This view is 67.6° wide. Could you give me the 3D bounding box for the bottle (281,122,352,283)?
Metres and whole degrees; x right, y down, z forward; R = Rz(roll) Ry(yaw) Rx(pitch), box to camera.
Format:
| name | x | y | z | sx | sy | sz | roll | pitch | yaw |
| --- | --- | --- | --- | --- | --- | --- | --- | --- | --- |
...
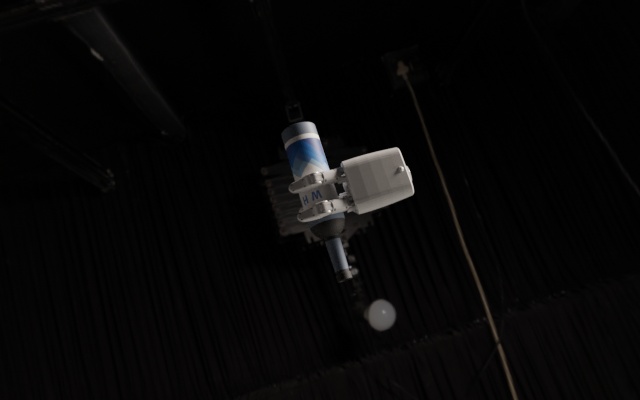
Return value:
| name | x | y | z | sx | sy | sz | roll | pitch | yaw |
| --- | --- | --- | --- | --- | --- | --- | --- | --- | --- |
| bottle | 0.000 | 0.003 | 0.864 | 0.069 | 0.295 | 0.069 | -16 | -15 | -5 |
